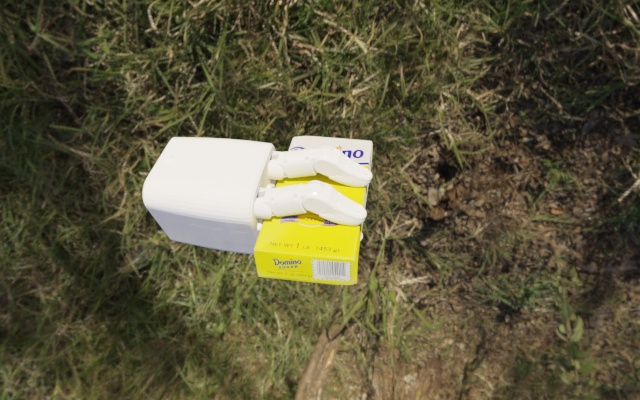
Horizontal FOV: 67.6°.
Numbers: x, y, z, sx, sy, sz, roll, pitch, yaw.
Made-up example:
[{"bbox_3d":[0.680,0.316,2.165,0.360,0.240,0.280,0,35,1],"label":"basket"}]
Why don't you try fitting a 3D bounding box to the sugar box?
[{"bbox_3d":[0.000,0.001,0.486,0.093,0.176,0.048,5,-44,7],"label":"sugar box"}]
